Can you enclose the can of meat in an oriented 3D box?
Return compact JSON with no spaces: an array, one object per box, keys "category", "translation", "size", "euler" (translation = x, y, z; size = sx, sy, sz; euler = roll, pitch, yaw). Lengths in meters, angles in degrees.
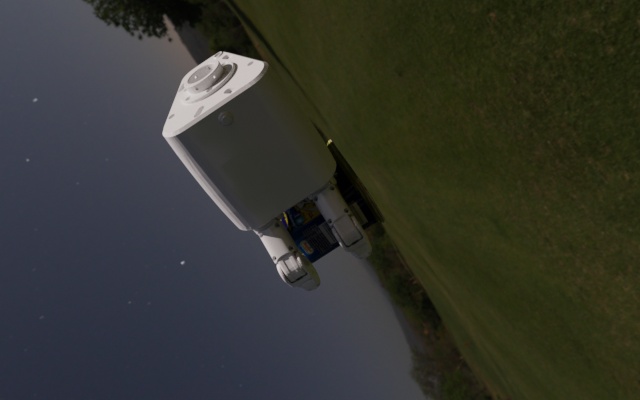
[{"category":"can of meat","translation":[0.000,0.002,0.457],"size":[0.084,0.057,0.102],"euler":[-33,40,3]}]
